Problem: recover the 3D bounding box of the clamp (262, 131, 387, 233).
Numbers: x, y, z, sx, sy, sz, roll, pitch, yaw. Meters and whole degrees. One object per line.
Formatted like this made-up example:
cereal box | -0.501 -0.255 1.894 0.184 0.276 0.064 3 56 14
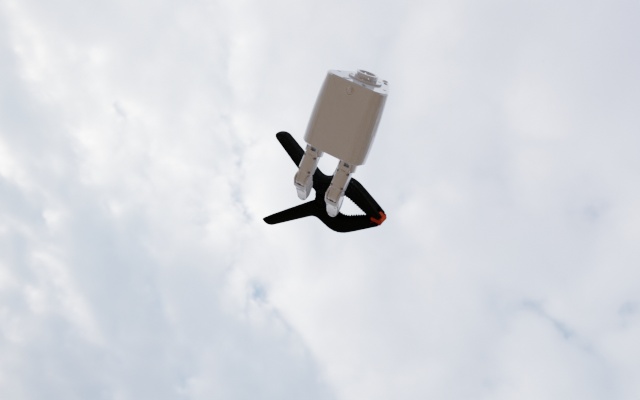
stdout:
clamp | 0.001 0.002 0.757 0.210 0.165 0.036 27 29 16
